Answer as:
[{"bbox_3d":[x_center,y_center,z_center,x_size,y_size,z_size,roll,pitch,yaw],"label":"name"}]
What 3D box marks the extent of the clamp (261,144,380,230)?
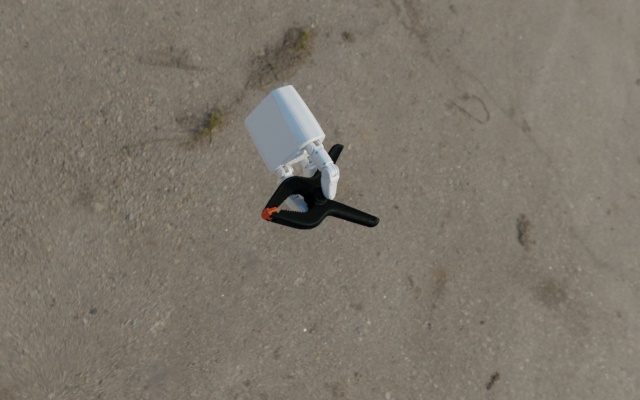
[{"bbox_3d":[0.000,0.002,0.808,0.210,0.164,0.036,-26,-9,-35],"label":"clamp"}]
